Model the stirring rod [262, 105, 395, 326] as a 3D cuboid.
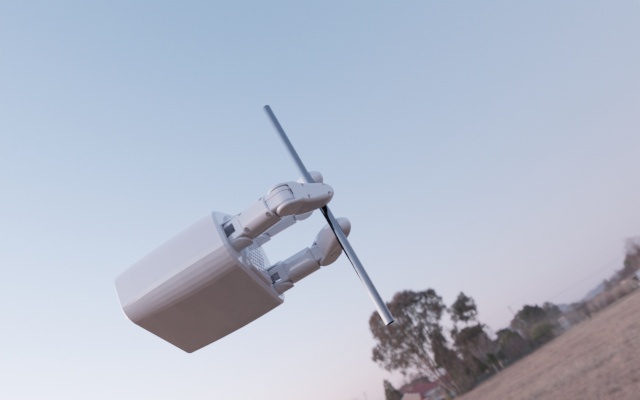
[{"bbox_3d":[0.000,0.001,0.422,0.011,0.239,0.011,-24,-27,-13],"label":"stirring rod"}]
